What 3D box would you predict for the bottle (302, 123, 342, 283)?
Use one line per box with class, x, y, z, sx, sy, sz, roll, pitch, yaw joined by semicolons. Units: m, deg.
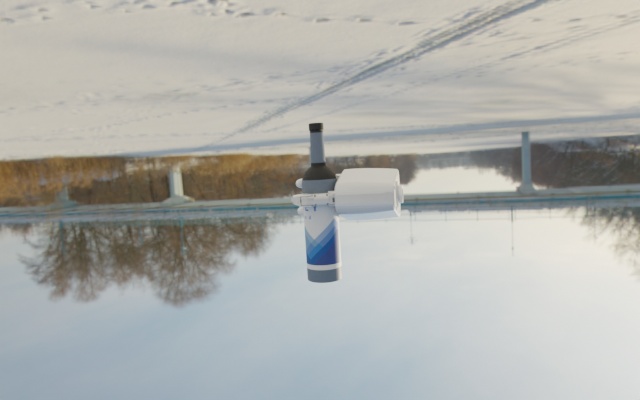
bottle;0.000;0.003;0.900;0.069;0.296;0.069;-3;5;0
